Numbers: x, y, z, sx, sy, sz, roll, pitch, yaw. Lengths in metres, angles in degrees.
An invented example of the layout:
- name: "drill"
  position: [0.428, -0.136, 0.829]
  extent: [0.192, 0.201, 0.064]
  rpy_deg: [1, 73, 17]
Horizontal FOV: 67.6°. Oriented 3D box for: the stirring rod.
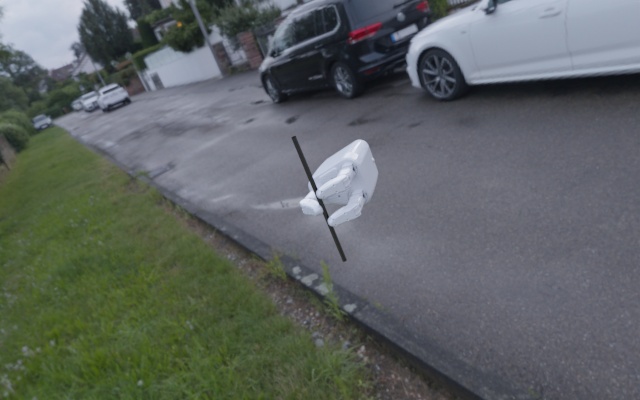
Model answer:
- name: "stirring rod"
  position: [0.000, 0.003, 0.803]
  extent: [0.011, 0.240, 0.011]
  rpy_deg: [-19, 21, 8]
